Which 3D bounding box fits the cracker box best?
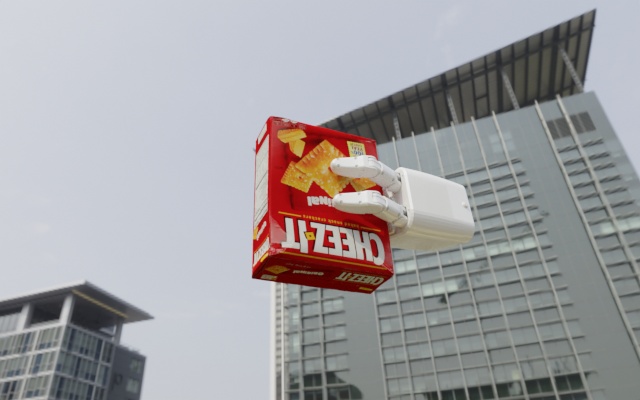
[{"bbox_3d":[0.000,0.002,0.623,0.164,0.213,0.072,11,-36,-21],"label":"cracker box"}]
